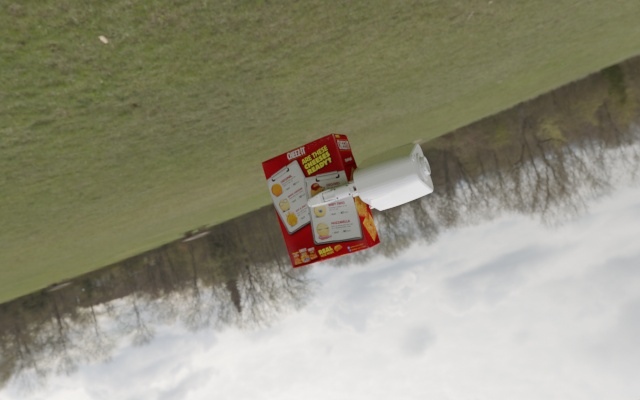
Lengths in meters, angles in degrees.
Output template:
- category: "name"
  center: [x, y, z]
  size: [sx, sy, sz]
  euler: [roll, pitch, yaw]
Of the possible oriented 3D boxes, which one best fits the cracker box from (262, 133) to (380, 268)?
- category: "cracker box"
  center: [0.000, 0.003, 0.897]
  size: [0.164, 0.213, 0.072]
  euler: [-19, -4, 26]
